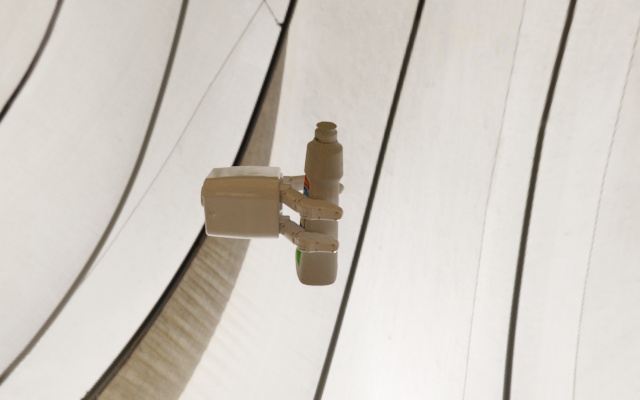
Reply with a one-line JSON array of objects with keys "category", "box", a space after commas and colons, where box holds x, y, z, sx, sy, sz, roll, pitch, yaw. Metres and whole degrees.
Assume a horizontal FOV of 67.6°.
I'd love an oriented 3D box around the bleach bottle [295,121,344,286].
[{"category": "bleach bottle", "box": [0.000, 0.002, 0.704, 0.068, 0.251, 0.102, 1, 32, -5]}]
